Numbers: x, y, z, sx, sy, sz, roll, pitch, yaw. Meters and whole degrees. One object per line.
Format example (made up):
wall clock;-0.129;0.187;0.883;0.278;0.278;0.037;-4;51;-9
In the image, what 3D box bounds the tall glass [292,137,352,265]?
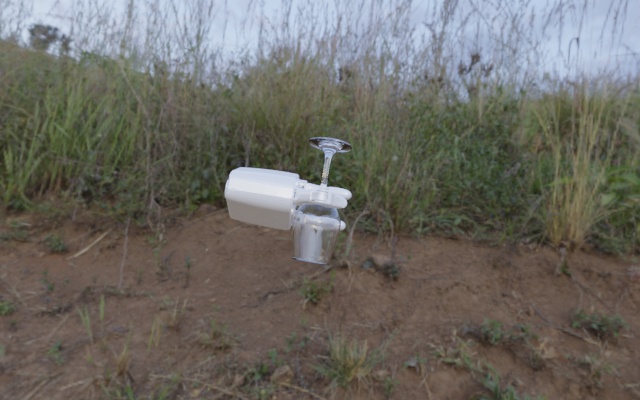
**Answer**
tall glass;0.000;0.002;0.789;0.079;0.201;0.079;9;-9;1
